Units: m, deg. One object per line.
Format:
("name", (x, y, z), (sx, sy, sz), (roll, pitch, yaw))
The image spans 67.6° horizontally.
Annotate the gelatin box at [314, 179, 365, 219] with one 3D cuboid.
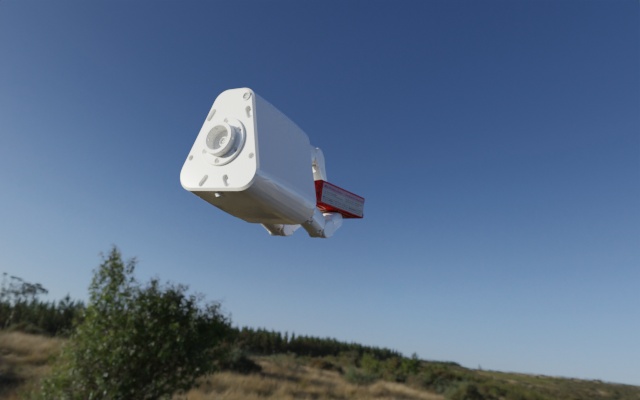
("gelatin box", (0.000, 0.002, 0.597), (0.073, 0.030, 0.089), (-4, -16, 41))
